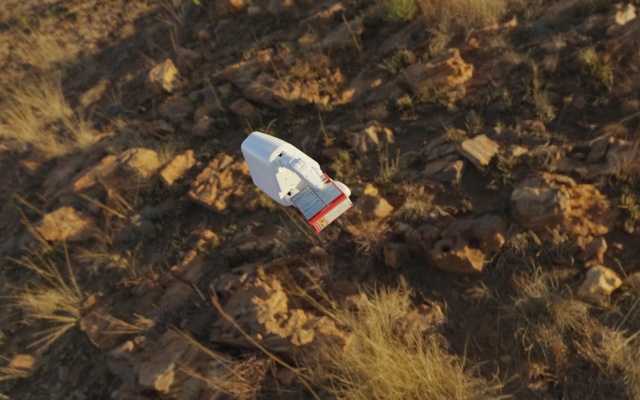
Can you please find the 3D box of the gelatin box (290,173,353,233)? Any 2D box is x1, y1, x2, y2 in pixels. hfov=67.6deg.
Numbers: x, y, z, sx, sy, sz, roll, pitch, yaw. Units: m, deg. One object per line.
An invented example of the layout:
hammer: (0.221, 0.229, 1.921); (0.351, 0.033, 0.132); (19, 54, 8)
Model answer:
gelatin box: (0.000, 0.002, 0.775); (0.073, 0.030, 0.089); (-38, 36, -3)
